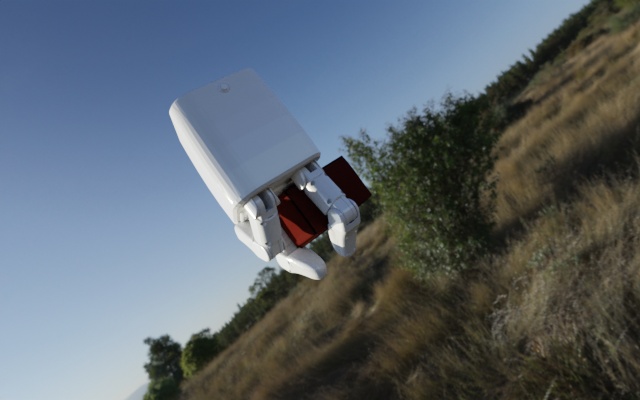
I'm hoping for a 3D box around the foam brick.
[{"bbox_3d":[0.000,0.002,0.468,0.078,0.051,0.053,-34,-6,-31],"label":"foam brick"}]
